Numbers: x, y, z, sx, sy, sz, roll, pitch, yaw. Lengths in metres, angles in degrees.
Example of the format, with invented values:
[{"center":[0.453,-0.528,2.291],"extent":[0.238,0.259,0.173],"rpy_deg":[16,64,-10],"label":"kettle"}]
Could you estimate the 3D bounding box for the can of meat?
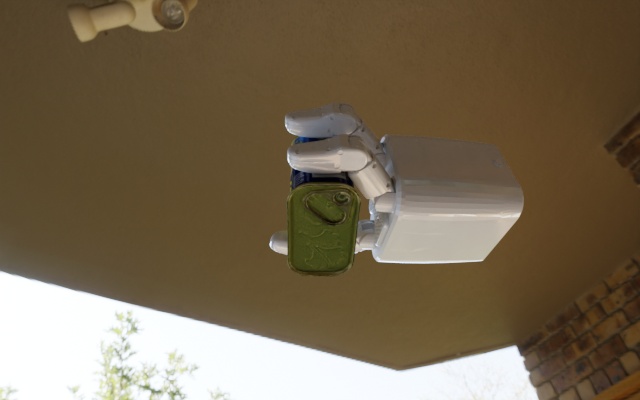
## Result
[{"center":[0.000,0.001,0.419],"extent":[0.057,0.102,0.083],"rpy_deg":[0,40,-3],"label":"can of meat"}]
